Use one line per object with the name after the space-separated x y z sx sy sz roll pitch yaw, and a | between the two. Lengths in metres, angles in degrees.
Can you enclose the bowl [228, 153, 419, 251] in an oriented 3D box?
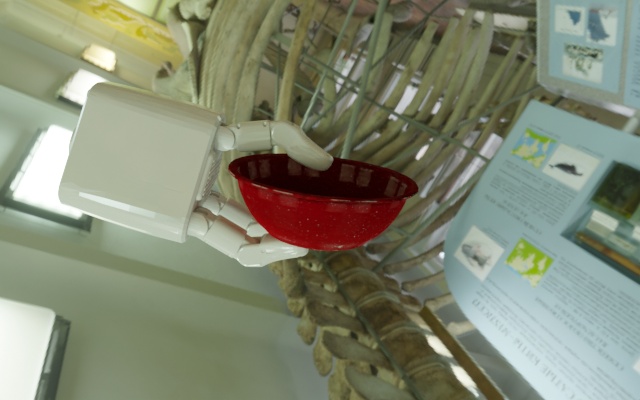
0.001 0.002 0.414 0.162 0.055 0.162 6 15 -2 | bowl
